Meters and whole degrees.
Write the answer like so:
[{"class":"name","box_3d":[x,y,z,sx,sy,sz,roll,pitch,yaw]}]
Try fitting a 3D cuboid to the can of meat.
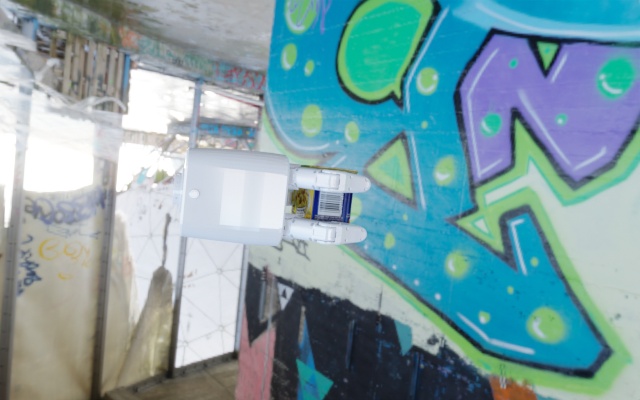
[{"class":"can of meat","box_3d":[0.000,0.002,0.565,0.057,0.084,0.102,5,3,-19]}]
